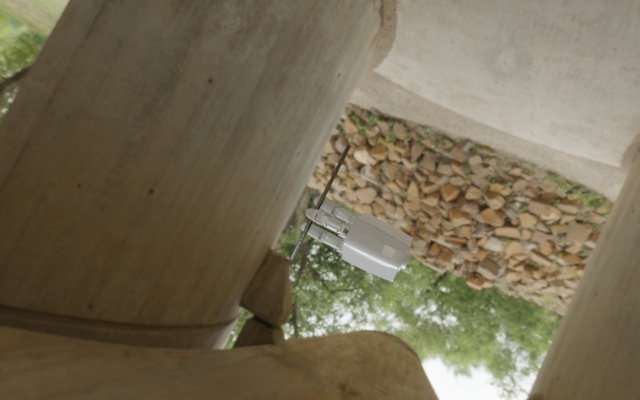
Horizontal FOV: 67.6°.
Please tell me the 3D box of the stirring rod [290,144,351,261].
[{"bbox_3d":[0.000,0.003,0.890,0.011,0.239,0.011,27,-3,2],"label":"stirring rod"}]
